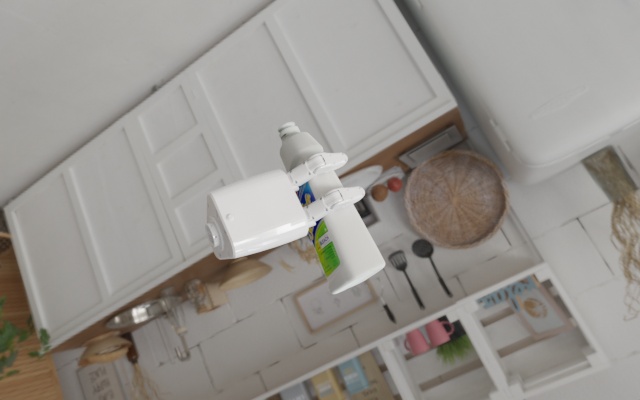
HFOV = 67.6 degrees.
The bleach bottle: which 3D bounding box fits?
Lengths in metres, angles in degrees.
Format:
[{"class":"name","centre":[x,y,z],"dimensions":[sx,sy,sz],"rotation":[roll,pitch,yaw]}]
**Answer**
[{"class":"bleach bottle","centre":[0.000,0.002,0.691],"dimensions":[0.068,0.250,0.103],"rotation":[-19,-16,-26]}]
